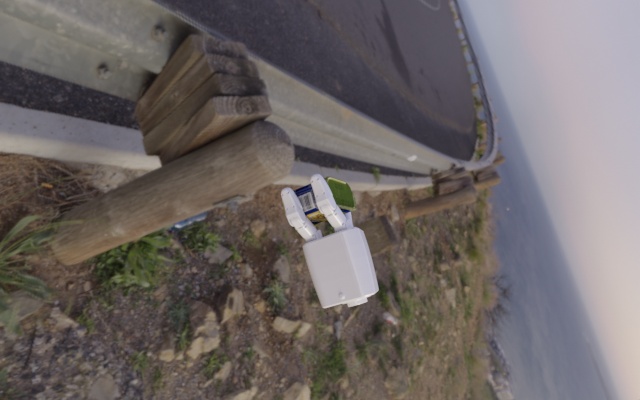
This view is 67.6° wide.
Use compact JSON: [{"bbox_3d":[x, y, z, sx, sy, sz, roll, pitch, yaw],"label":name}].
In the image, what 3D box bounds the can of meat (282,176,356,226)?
[{"bbox_3d":[0.000,0.002,0.784,0.084,0.057,0.102,-21,-15,25],"label":"can of meat"}]
